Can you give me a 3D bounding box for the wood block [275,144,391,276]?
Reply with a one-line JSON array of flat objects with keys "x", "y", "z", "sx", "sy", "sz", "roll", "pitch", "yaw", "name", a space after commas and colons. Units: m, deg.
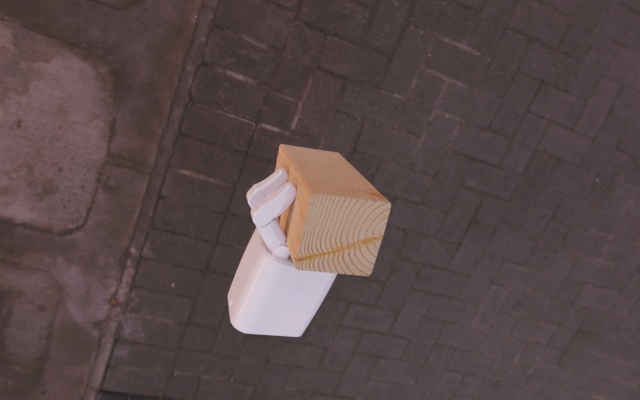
[{"x": 0.000, "y": 0.002, "z": 0.594, "sx": 0.091, "sy": 0.090, "sz": 0.206, "roll": 8, "pitch": 18, "yaw": -17, "name": "wood block"}]
